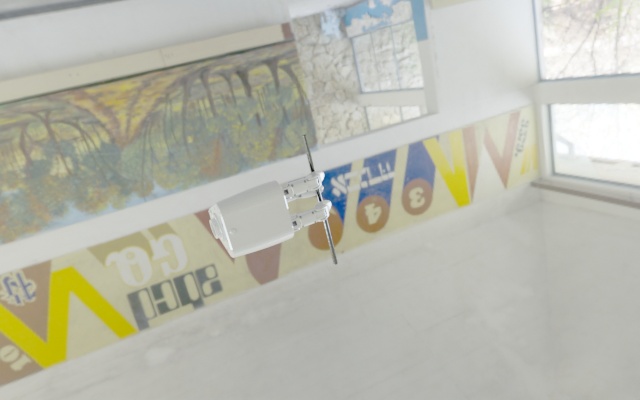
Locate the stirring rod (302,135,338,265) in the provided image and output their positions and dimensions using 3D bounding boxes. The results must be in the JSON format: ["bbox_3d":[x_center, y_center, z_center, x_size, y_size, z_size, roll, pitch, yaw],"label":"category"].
[{"bbox_3d":[0.000,0.003,0.834,0.011,0.239,0.011,-13,16,4],"label":"stirring rod"}]
